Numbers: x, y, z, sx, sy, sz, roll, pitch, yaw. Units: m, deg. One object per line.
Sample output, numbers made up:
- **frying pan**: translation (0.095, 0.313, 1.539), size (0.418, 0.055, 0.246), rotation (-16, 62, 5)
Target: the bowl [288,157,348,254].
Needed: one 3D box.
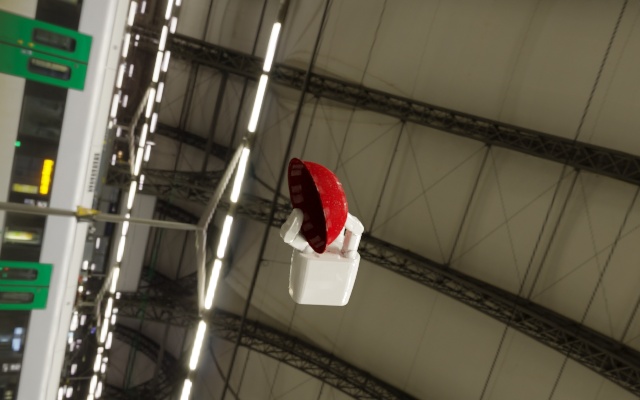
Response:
- **bowl**: translation (0.001, 0.001, 0.777), size (0.055, 0.162, 0.162), rotation (-17, 5, -18)
